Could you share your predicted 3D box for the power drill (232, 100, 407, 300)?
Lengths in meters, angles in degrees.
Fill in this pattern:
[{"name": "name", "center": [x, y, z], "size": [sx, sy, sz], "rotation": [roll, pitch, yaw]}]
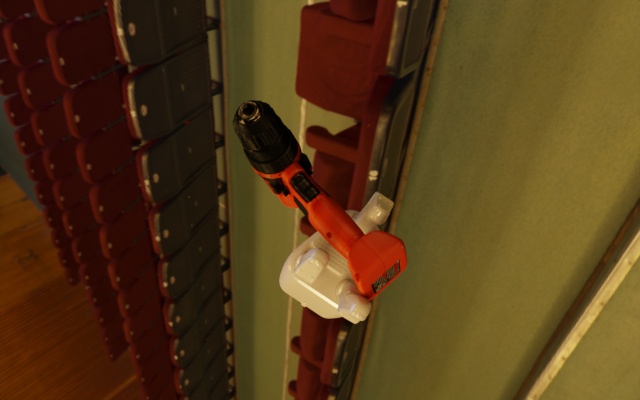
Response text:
[{"name": "power drill", "center": [0.000, 0.002, 0.460], "size": [0.057, 0.187, 0.184], "rotation": [-41, -24, -4]}]
